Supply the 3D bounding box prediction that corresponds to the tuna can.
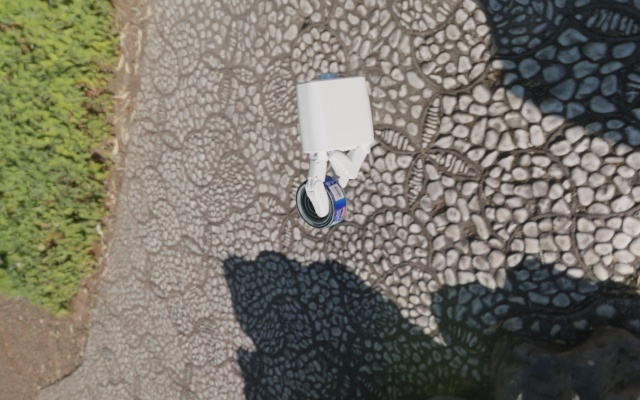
[{"bbox_3d":[0.000,0.003,0.780,0.086,0.086,0.033,0,16,41],"label":"tuna can"}]
